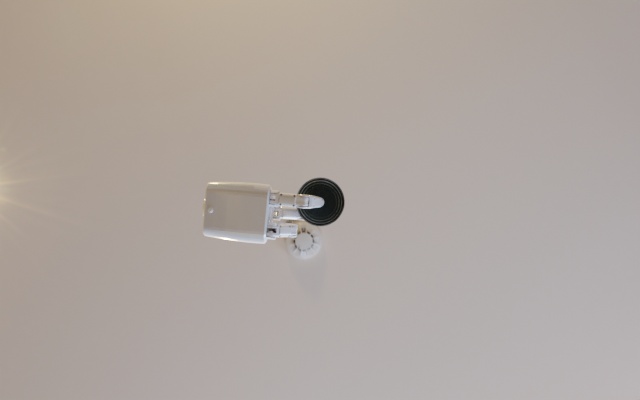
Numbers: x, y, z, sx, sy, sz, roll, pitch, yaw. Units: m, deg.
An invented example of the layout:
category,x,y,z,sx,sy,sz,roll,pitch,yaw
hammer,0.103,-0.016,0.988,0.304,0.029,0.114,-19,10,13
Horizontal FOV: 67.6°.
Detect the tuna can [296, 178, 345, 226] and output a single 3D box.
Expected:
category,x,y,z,sx,sy,sz,roll,pitch,yaw
tuna can,0.000,0.003,0.852,0.086,0.086,0.034,0,-1,2
